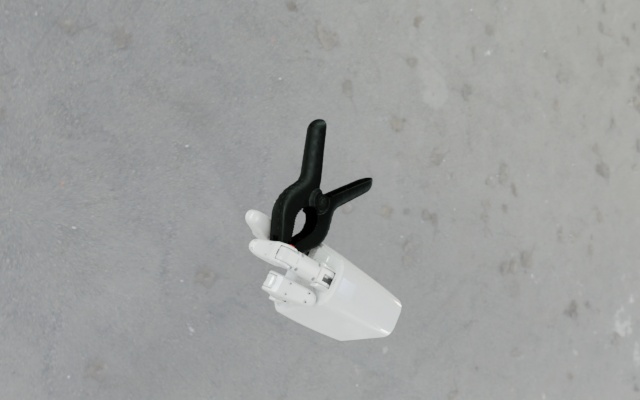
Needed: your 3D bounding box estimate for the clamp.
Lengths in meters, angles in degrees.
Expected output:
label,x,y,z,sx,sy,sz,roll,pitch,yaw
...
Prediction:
label,x,y,z,sx,sy,sz,roll,pitch,yaw
clamp,0.000,0.002,0.575,0.120,0.171,0.039,35,-19,-28
